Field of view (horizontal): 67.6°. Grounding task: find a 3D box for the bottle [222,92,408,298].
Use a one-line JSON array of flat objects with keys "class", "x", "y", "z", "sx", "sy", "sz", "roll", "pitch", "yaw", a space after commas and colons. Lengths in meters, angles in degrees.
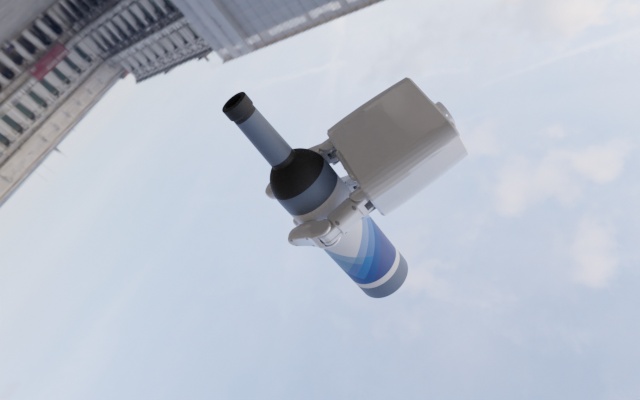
[{"class": "bottle", "x": 0.000, "y": 0.002, "z": 0.519, "sx": 0.069, "sy": 0.069, "sz": 0.296, "roll": 0, "pitch": -39, "yaw": 45}]
